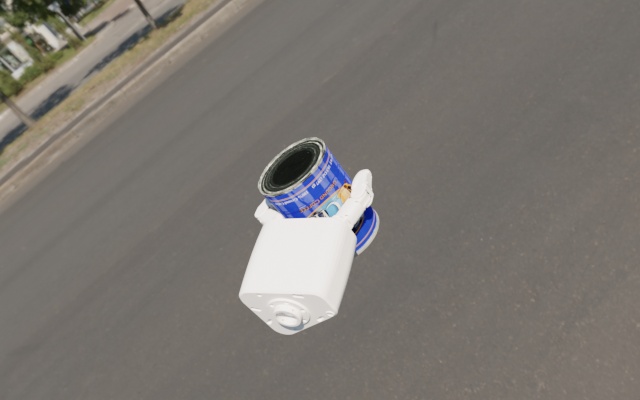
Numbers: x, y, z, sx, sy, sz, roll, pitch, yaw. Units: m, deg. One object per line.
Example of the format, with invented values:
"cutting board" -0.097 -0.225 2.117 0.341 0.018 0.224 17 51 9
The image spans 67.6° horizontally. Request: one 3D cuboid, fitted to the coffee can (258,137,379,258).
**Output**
"coffee can" 0.000 0.002 0.635 0.103 0.102 0.140 0 -42 46
